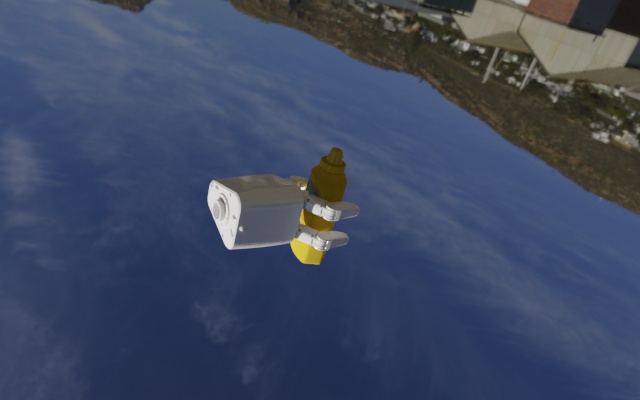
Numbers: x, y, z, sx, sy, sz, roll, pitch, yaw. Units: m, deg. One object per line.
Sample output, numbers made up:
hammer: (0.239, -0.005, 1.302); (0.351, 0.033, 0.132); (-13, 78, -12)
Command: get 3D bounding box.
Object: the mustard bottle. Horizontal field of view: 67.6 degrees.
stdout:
mustard bottle: (0.000, 0.003, 0.776); (0.058, 0.192, 0.096); (8, 29, -16)
